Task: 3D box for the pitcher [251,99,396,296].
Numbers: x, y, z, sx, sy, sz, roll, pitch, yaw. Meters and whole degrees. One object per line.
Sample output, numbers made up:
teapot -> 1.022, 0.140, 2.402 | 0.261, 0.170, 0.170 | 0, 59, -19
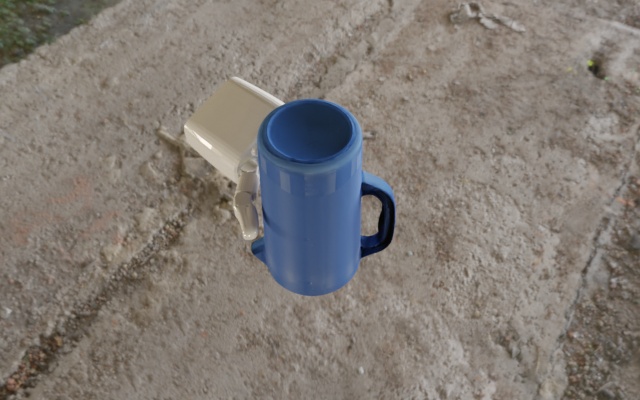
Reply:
pitcher -> 0.000, 0.002, 0.573 | 0.145, 0.243, 0.149 | 38, 61, 25
